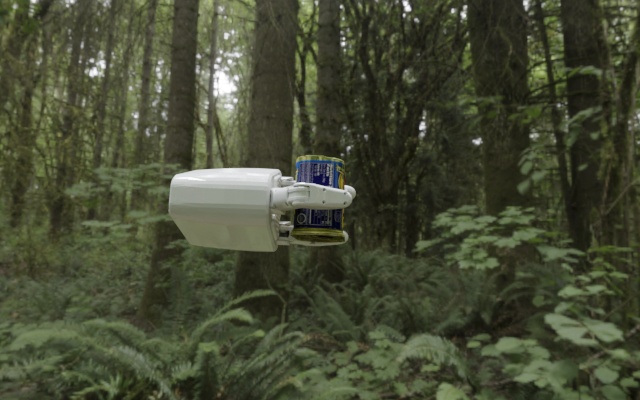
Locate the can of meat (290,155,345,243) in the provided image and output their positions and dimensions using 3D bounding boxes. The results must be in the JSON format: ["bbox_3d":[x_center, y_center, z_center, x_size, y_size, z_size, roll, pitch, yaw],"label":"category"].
[{"bbox_3d":[0.000,0.001,0.535,0.057,0.084,0.102,2,-9,4],"label":"can of meat"}]
